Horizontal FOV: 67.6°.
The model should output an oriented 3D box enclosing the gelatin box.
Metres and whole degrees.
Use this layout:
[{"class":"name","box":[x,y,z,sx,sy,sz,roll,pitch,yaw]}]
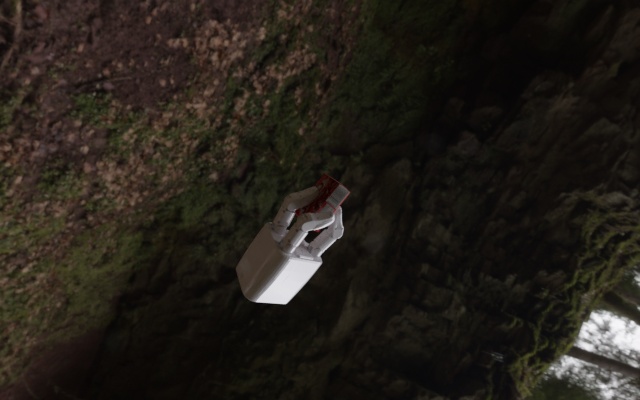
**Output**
[{"class":"gelatin box","box":[0.001,0.003,0.810,0.030,0.089,0.073,39,0,-26]}]
